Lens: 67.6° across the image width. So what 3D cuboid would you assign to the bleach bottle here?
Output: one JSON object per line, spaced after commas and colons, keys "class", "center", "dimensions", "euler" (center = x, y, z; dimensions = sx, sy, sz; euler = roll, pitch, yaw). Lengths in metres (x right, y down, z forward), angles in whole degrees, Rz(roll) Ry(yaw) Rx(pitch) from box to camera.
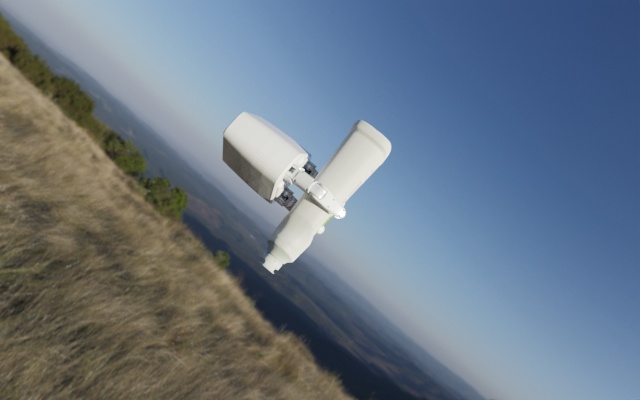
{"class": "bleach bottle", "center": [0.000, 0.002, 0.709], "dimensions": [0.068, 0.251, 0.102], "euler": [39, -7, 7]}
